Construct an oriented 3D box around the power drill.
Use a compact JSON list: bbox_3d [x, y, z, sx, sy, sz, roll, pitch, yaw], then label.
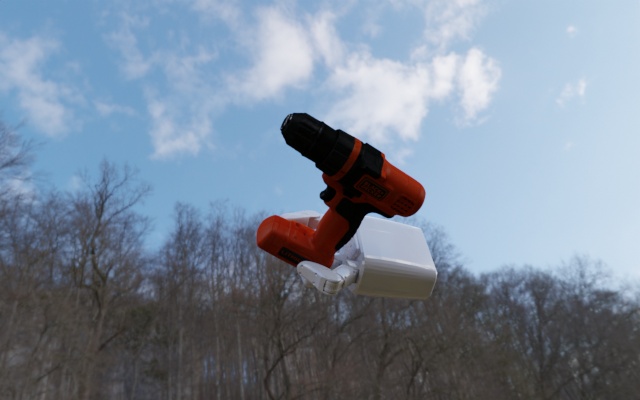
[{"bbox_3d":[0.000,0.002,0.565,0.184,0.057,0.188,31,-52,-16],"label":"power drill"}]
